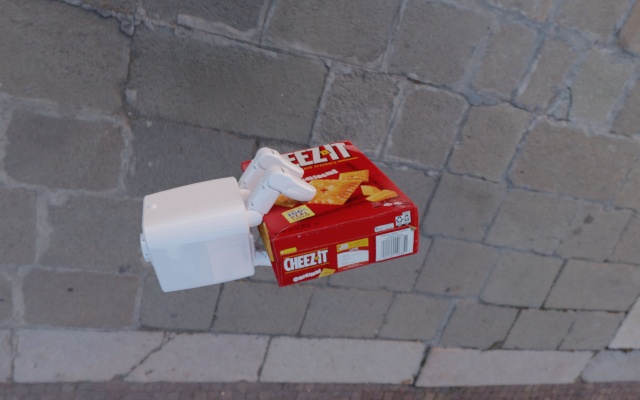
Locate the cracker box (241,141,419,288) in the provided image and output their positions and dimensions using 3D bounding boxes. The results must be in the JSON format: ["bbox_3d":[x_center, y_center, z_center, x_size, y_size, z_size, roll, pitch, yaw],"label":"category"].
[{"bbox_3d":[0.000,0.002,0.590,0.164,0.072,0.213,-12,30,-13],"label":"cracker box"}]
